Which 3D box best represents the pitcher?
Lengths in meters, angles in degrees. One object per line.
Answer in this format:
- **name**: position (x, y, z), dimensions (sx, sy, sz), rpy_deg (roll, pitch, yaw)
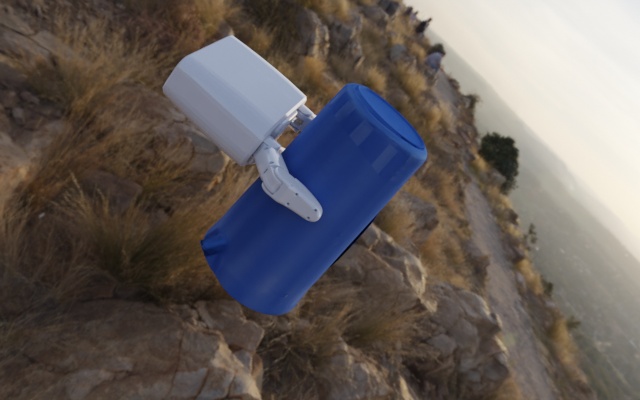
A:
- **pitcher**: position (0.000, 0.002, 0.517), dimensions (0.145, 0.243, 0.149), rpy_deg (41, 23, -5)
